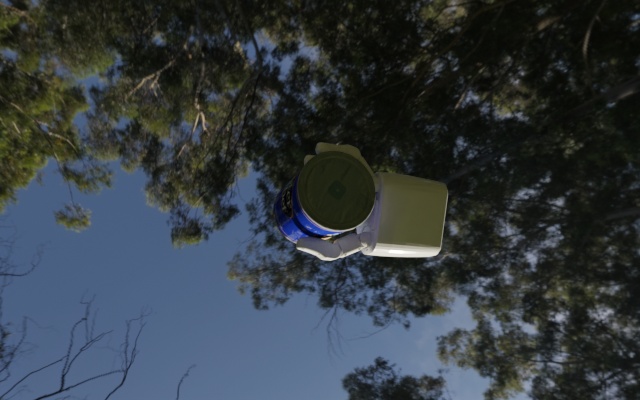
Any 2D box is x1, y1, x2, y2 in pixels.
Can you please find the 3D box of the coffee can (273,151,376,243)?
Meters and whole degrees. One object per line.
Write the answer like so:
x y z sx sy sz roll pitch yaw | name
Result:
0.000 0.002 0.654 0.103 0.102 0.140 0 -13 -19 | coffee can
